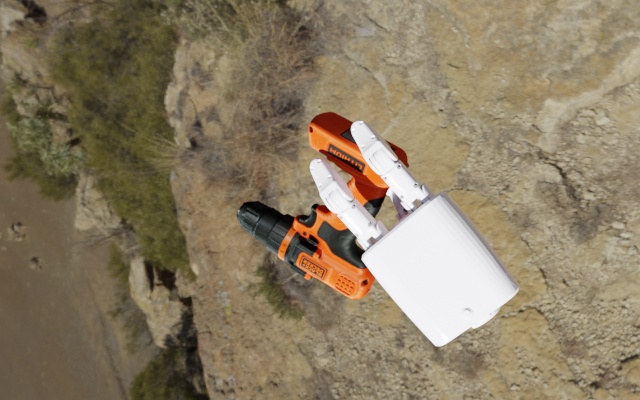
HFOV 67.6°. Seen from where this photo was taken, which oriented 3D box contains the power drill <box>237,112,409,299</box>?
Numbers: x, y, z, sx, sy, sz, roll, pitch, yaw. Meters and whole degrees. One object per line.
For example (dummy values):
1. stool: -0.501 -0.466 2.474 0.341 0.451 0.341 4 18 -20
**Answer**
1. power drill: 0.000 0.002 0.528 0.184 0.188 0.057 29 36 12
